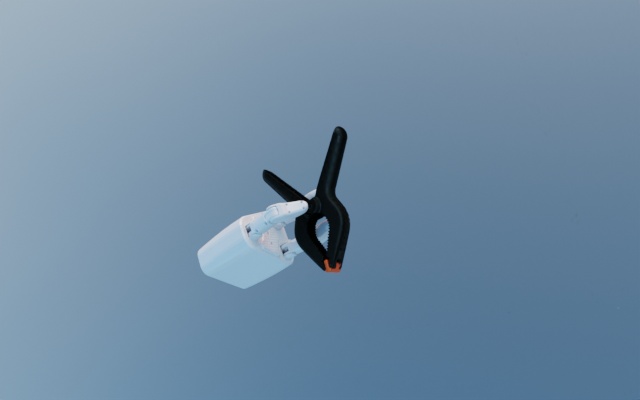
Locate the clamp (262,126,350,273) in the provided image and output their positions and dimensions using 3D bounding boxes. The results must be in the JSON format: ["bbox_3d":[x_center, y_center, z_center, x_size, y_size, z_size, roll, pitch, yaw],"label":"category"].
[{"bbox_3d":[0.000,0.003,0.712,0.164,0.210,0.036,-34,-27,28],"label":"clamp"}]
